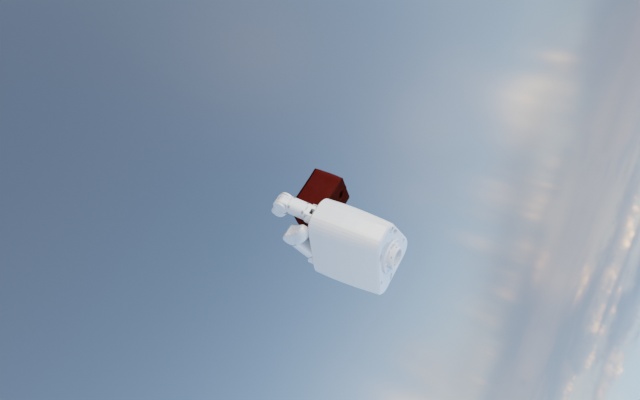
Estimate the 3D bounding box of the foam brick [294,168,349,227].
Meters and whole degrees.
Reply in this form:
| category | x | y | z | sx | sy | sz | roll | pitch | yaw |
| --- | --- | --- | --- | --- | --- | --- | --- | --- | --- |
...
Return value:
| category | x | y | z | sx | sy | sz | roll | pitch | yaw |
| --- | --- | --- | --- | --- | --- | --- | --- | --- | --- |
| foam brick | 0.000 | 0.002 | 0.711 | 0.051 | 0.078 | 0.053 | 18 | -27 | 29 |
